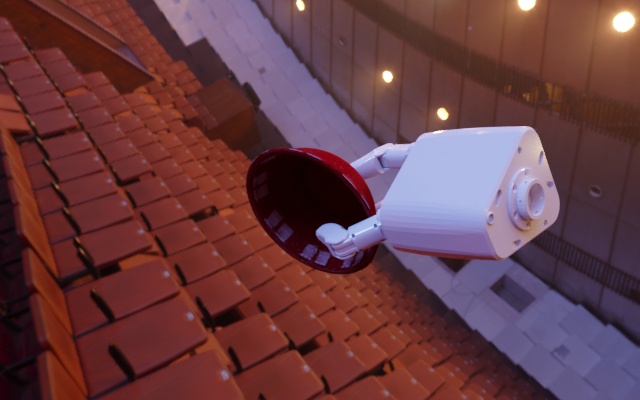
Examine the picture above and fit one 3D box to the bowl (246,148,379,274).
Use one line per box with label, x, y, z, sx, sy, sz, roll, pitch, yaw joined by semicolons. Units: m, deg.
bowl;-0.001;0.001;0.515;0.162;0.162;0.055;0;35;38
